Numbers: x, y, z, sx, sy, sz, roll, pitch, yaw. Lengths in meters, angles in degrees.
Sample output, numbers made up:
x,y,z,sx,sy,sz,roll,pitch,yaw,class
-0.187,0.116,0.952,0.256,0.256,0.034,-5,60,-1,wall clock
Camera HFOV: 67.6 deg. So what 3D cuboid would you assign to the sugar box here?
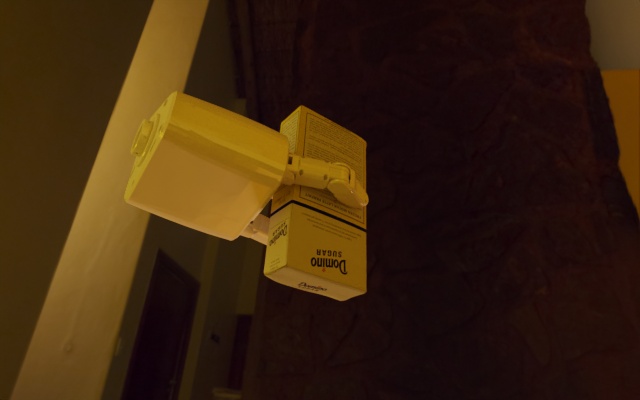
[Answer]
x,y,z,sx,sy,sz,roll,pitch,yaw,class
0.000,0.002,0.473,0.093,0.176,0.048,24,-33,-30,sugar box
